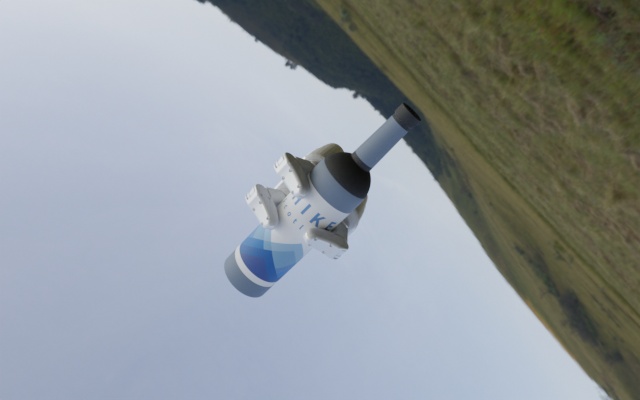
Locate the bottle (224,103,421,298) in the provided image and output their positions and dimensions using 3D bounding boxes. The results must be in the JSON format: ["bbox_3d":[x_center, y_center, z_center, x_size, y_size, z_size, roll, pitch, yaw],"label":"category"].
[{"bbox_3d":[0.000,0.002,0.559,0.296,0.069,0.069,-45,-20,22],"label":"bottle"}]
